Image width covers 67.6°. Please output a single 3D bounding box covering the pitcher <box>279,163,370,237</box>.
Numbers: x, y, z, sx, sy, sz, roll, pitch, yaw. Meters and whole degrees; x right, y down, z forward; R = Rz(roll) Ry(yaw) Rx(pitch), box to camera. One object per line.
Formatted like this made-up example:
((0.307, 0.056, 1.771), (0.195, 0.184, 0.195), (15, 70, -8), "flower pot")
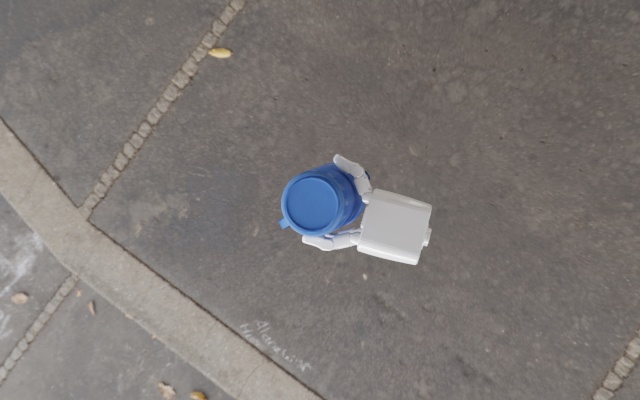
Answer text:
((0.000, 0.003, 0.885), (0.145, 0.149, 0.243), (17, 7, 10), "pitcher")
